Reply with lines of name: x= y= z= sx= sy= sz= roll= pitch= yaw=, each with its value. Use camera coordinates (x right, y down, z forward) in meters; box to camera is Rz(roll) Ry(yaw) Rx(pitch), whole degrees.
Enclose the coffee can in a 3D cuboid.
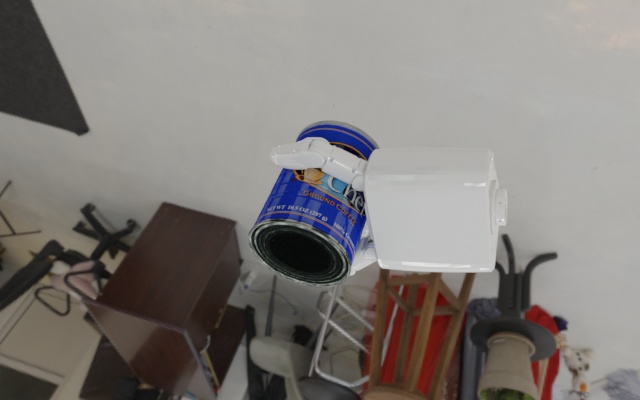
coffee can: x=0.000 y=0.001 z=0.489 sx=0.103 sy=0.140 sz=0.103 roll=14 pitch=-39 yaw=11
